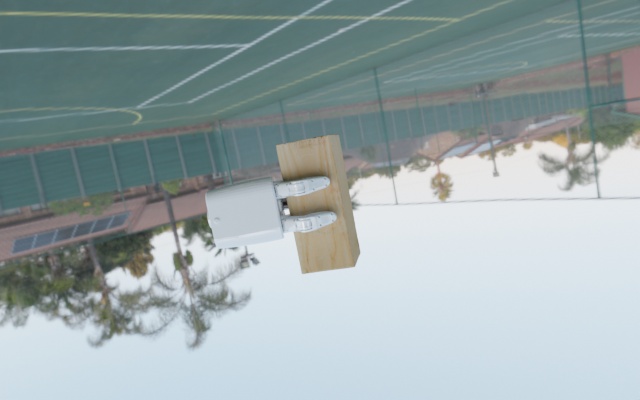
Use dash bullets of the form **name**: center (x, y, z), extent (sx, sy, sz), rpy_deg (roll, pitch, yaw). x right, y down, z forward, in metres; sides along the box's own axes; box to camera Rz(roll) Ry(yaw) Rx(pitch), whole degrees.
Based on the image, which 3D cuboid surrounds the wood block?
- **wood block**: center (0.000, 0.003, 0.774), extent (0.090, 0.206, 0.091), rpy_deg (-10, 7, 11)
